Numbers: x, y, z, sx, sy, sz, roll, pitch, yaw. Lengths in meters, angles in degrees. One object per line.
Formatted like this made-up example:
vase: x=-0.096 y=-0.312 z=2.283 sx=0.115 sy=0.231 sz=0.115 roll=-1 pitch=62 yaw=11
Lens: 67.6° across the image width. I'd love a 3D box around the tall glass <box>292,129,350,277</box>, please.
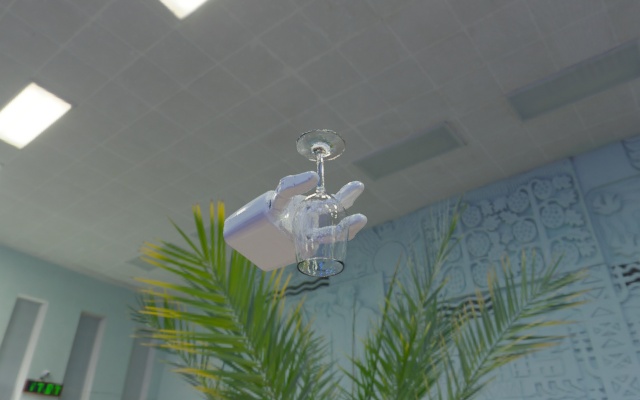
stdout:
tall glass: x=0.000 y=0.002 z=0.665 sx=0.079 sy=0.201 sz=0.079 roll=0 pitch=-32 yaw=0
